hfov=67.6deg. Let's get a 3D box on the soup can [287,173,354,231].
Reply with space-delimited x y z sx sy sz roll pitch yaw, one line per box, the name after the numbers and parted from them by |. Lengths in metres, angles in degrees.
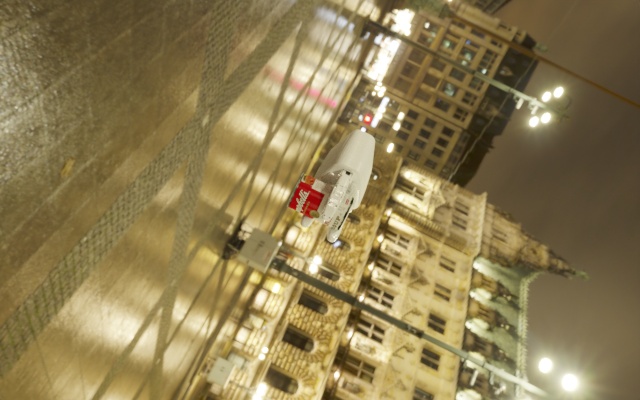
0.000 0.003 0.852 0.102 0.068 0.068 26 0 -1 | soup can
